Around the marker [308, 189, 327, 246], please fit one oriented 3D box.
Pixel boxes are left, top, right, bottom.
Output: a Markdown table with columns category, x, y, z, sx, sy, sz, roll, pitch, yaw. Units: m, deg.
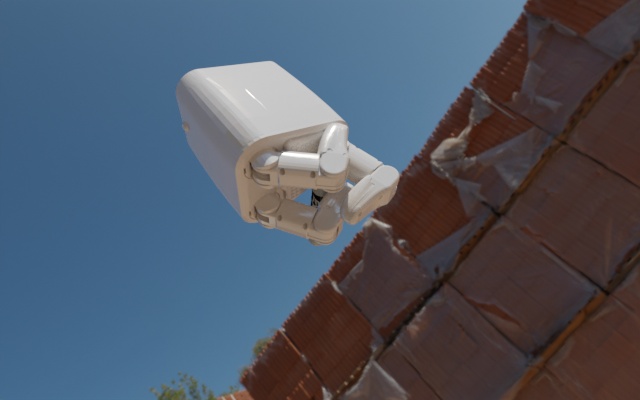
| category | x | y | z | sx | sy | sz | roll | pitch | yaw |
| --- | --- | --- | --- | --- | --- | --- | --- | --- | --- |
| marker | 0.000 | 0.001 | 0.431 | 0.020 | 0.020 | 0.121 | 0 | -37 | -4 |
